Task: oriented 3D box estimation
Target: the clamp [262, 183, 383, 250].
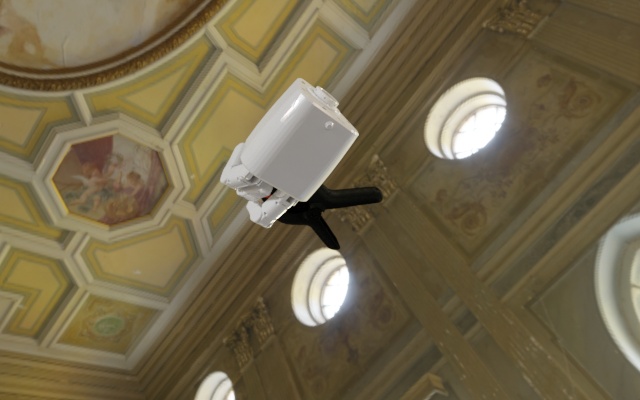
[{"bbox_3d":[0.000,0.002,0.647,0.171,0.120,0.039,27,23,-37],"label":"clamp"}]
